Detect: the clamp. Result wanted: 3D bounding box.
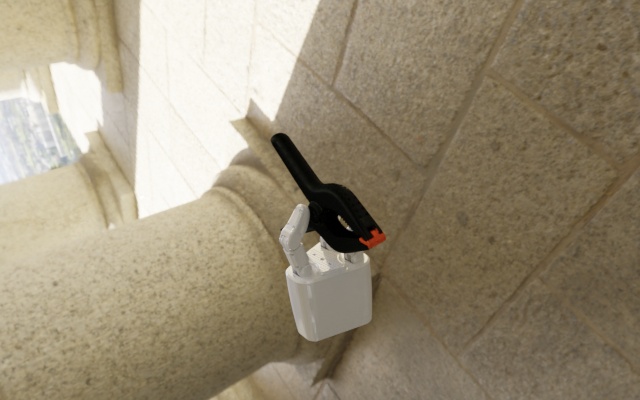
[{"bbox_3d":[0.000,0.003,0.626,0.036,0.165,0.210,-25,29,-31],"label":"clamp"}]
